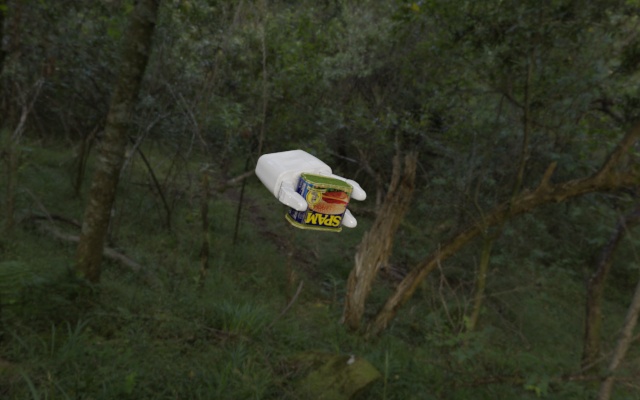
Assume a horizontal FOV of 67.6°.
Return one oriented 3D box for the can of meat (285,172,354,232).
[{"bbox_3d":[0.000,0.002,0.832,0.102,0.084,0.057,8,19,-30],"label":"can of meat"}]
